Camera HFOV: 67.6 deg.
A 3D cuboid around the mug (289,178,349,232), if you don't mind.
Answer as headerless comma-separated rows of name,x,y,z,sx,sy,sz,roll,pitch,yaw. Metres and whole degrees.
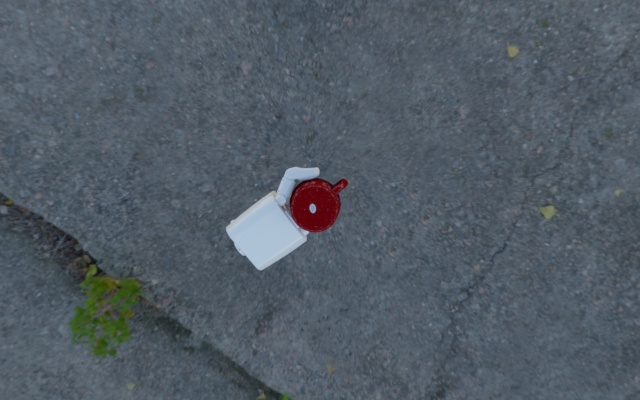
mug,0.001,0.002,0.823,0.117,0.093,0.081,-36,5,3
